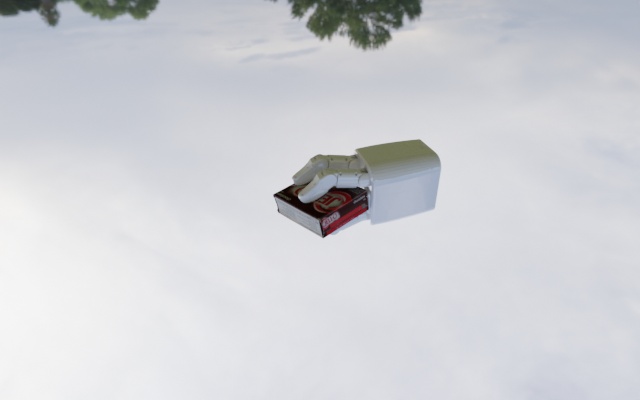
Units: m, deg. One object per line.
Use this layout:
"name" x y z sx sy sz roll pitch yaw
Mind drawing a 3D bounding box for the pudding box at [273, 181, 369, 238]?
"pudding box" 0.000 0.002 0.694 0.090 0.039 0.113 -30 33 -30
